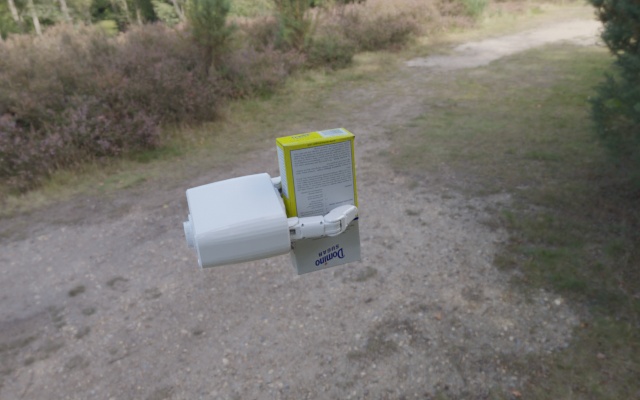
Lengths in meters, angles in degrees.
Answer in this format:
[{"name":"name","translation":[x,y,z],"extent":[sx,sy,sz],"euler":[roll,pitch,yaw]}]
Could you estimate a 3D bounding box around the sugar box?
[{"name":"sugar box","translation":[0.000,0.002,0.617],"extent":[0.093,0.176,0.048],"euler":[-11,25,-16]}]
